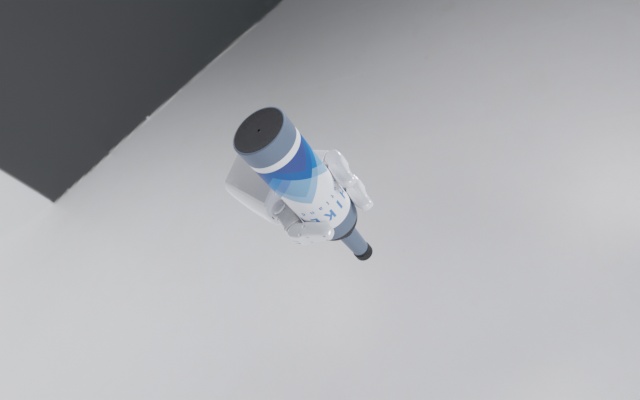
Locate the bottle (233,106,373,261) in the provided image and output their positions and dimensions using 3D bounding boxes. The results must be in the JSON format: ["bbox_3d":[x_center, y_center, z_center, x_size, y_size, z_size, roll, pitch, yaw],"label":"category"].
[{"bbox_3d":[0.000,0.002,0.614,0.069,0.069,0.296,0,-32,32],"label":"bottle"}]
